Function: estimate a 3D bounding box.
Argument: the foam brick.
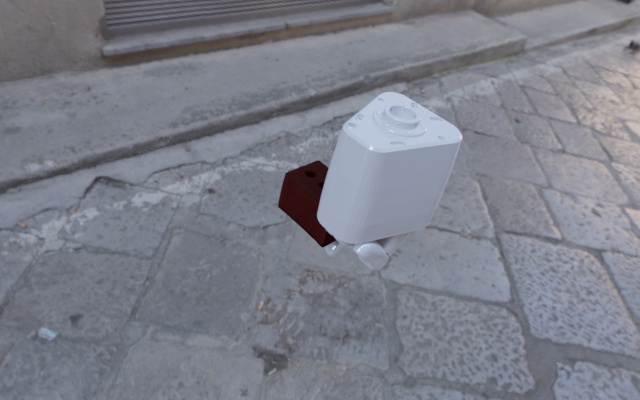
[{"bbox_3d":[0.000,0.002,0.522,0.053,0.051,0.078,-26,53,-37],"label":"foam brick"}]
